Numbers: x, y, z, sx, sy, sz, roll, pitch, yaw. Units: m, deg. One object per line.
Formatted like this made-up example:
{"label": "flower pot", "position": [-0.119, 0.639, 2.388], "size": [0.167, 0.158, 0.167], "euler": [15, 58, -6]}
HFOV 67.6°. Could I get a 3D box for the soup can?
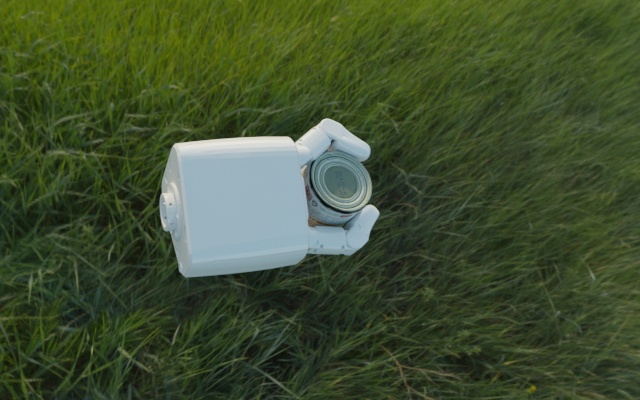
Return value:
{"label": "soup can", "position": [0.001, 0.002, 0.492], "size": [0.068, 0.068, 0.102], "euler": [0, -24, -26]}
